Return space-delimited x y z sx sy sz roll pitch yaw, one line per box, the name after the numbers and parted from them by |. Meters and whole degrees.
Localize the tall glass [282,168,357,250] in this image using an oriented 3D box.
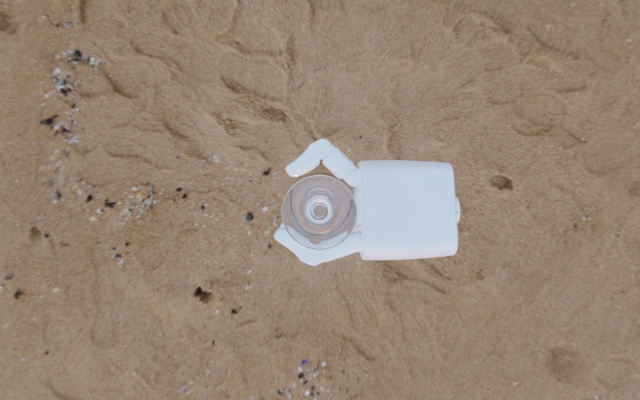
0.000 0.002 0.565 0.079 0.079 0.201 0 6 0 | tall glass
